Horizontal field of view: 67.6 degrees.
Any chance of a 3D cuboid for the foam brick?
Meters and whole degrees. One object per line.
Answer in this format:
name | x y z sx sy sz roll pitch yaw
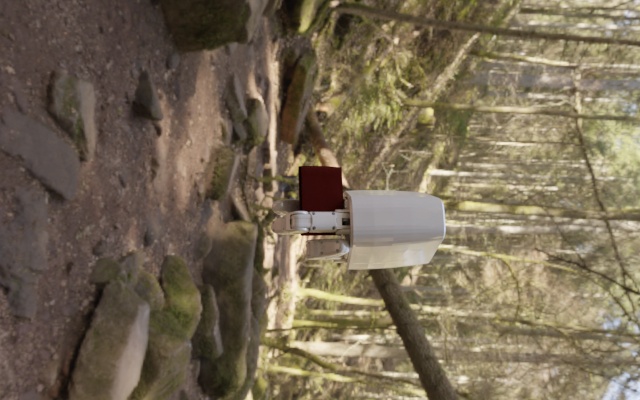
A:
foam brick | 0.000 0.002 0.573 0.051 0.078 0.053 -2 -10 -2
